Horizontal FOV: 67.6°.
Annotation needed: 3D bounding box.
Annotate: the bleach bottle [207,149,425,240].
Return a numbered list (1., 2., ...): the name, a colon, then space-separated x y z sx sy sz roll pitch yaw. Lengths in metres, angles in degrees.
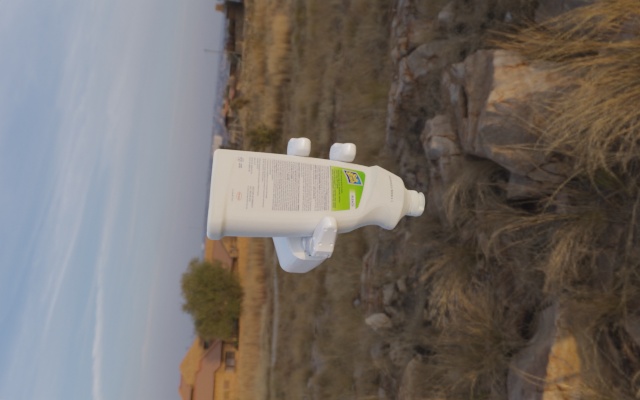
1. bleach bottle: 0.000 0.002 0.556 0.251 0.102 0.068 5 -20 -12
